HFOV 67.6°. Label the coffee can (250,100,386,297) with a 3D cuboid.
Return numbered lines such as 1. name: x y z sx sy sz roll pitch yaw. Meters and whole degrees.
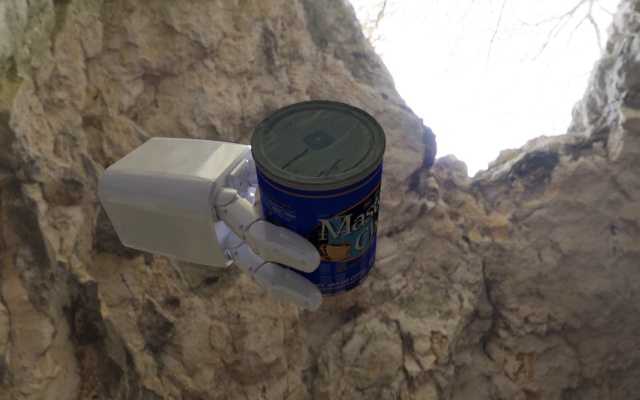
1. coffee can: 0.000 0.001 0.410 0.103 0.102 0.140 0 -44 2
